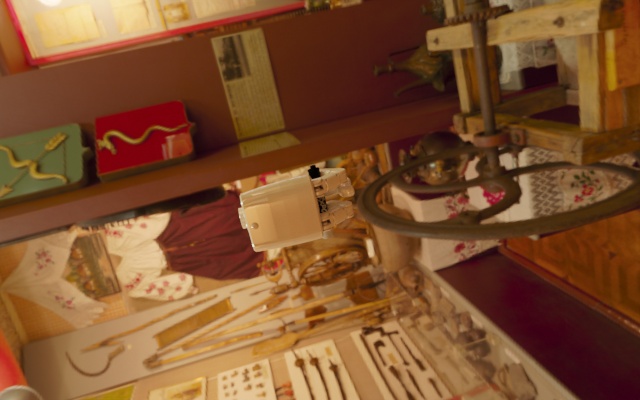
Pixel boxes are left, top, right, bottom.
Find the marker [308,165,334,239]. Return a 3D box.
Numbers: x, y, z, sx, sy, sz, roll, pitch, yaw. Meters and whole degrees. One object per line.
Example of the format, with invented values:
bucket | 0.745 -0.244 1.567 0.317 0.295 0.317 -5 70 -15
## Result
marker | 0.000 0.002 0.754 0.020 0.121 0.020 -11 18 4
